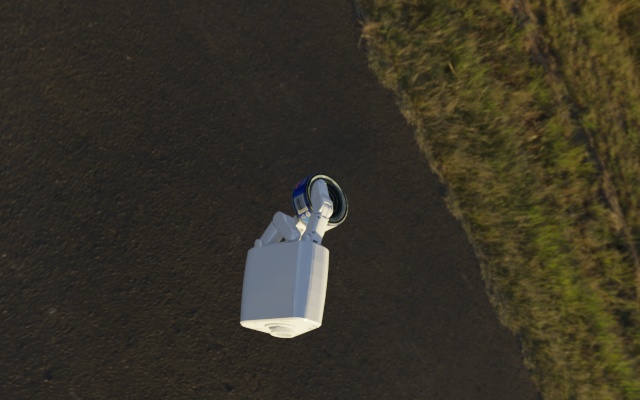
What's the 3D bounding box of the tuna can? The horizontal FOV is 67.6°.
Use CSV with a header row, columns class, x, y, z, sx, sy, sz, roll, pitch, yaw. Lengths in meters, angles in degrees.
class,x,y,z,sx,sy,sz,roll,pitch,yaw
tuna can,0.000,0.002,0.715,0.086,0.086,0.034,0,-21,-44
